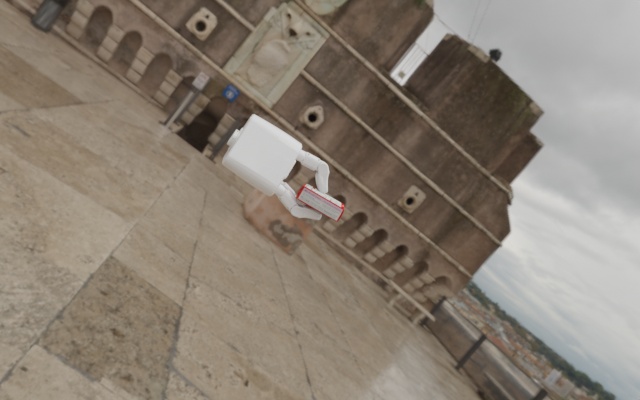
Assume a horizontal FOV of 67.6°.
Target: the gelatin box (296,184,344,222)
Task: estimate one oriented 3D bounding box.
[{"bbox_3d":[0.001,0.003,0.885,0.089,0.030,0.073,29,6,-1],"label":"gelatin box"}]
